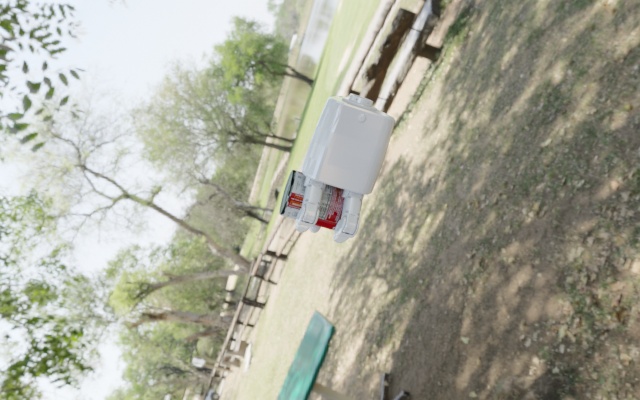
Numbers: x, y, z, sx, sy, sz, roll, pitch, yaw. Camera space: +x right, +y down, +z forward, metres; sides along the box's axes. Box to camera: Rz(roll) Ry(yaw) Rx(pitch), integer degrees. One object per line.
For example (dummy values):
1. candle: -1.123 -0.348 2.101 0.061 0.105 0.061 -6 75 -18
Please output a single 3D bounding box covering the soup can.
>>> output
1. soup can: 0.000 0.003 0.670 0.102 0.068 0.068 16 -3 -10
